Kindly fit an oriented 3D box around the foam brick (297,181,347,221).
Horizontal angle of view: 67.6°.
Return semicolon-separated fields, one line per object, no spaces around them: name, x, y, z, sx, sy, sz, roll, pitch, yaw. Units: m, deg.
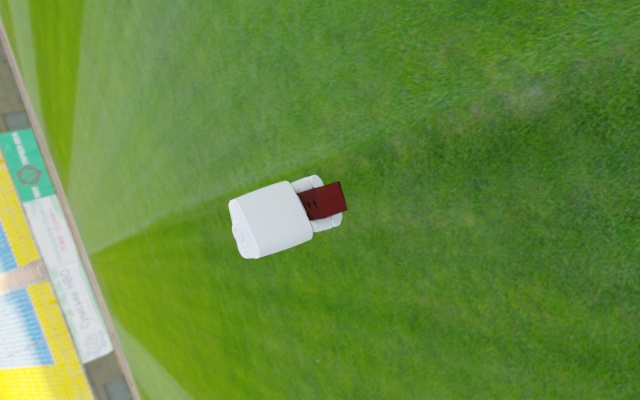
foam brick;0.000;0.003;0.819;0.051;0.053;0.078;-19;2;-30
